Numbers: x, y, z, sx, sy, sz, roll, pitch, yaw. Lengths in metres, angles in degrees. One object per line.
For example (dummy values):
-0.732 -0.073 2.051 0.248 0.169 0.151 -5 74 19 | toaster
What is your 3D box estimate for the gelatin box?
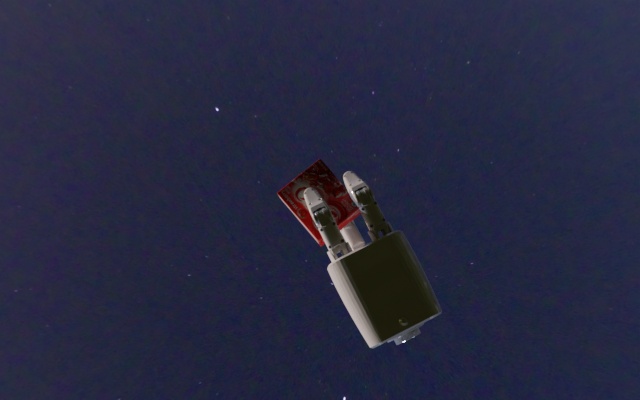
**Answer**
0.000 0.002 0.614 0.073 0.089 0.030 -39 -20 -6 | gelatin box
